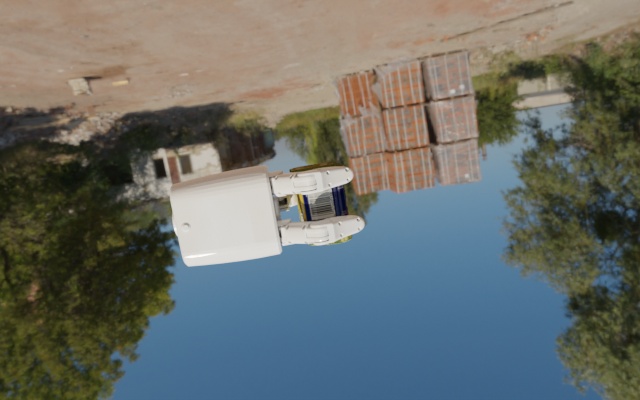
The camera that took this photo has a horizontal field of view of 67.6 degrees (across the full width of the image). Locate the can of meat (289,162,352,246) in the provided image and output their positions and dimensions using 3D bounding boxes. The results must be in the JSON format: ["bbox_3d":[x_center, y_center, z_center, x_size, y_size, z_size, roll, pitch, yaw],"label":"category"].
[{"bbox_3d":[0.000,0.002,0.562,0.057,0.084,0.102,-10,8,-6],"label":"can of meat"}]
